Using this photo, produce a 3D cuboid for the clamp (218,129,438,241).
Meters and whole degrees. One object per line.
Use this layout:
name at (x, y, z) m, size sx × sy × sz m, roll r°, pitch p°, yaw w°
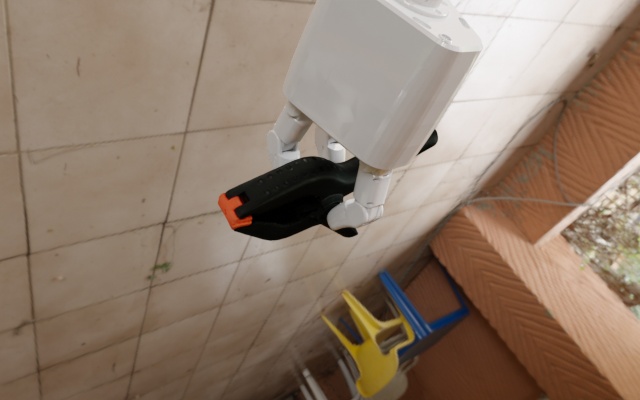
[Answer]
clamp at (0.000, 0.002, 0.444) m, size 0.210 × 0.036 × 0.165 m, roll -15°, pitch -31°, yaw -36°
